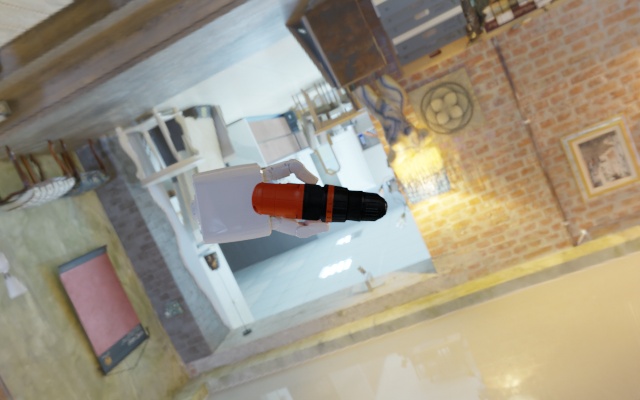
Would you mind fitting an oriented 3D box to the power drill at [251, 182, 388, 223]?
[{"bbox_3d":[0.000,0.002,0.717,0.184,0.057,0.187,6,-1,1],"label":"power drill"}]
